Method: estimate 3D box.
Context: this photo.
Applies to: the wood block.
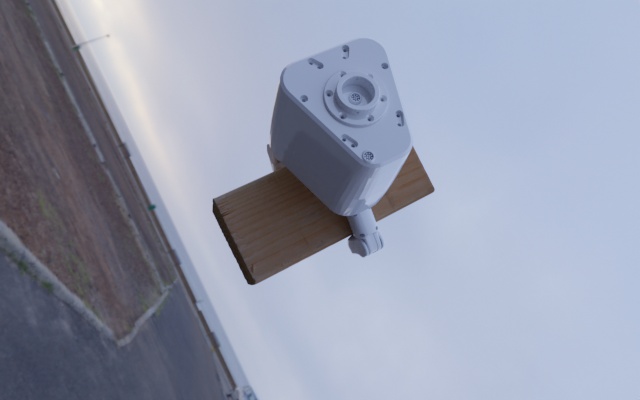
[{"bbox_3d":[0.000,0.002,0.504,0.206,0.091,0.090,-25,-3,-16],"label":"wood block"}]
